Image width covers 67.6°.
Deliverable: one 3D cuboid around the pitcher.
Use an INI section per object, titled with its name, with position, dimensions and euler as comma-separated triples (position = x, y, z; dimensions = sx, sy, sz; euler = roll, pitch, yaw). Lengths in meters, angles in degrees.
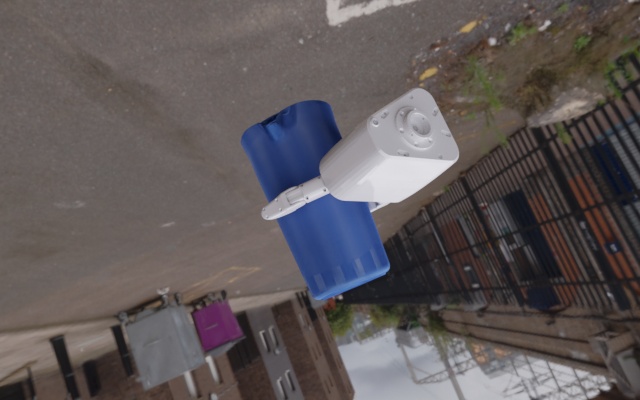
[pitcher]
position = 0.000, 0.002, 0.643
dimensions = 0.149, 0.242, 0.145
euler = -15, -14, -34
